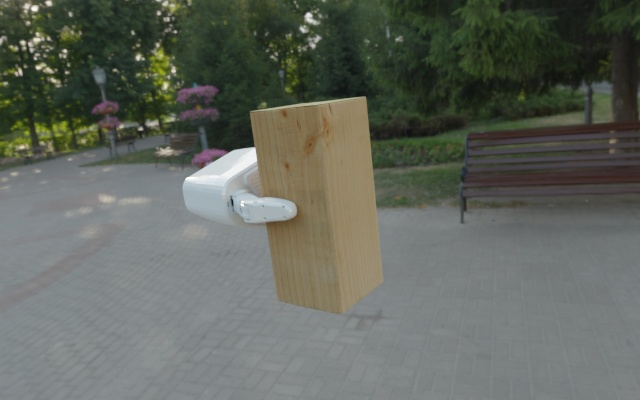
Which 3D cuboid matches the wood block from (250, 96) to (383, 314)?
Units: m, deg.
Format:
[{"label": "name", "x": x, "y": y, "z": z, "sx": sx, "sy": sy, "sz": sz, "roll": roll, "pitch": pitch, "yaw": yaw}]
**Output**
[{"label": "wood block", "x": 0.000, "y": 0.002, "z": 0.507, "sx": 0.090, "sy": 0.206, "sz": 0.091, "roll": 3, "pitch": 16, "yaw": 37}]
